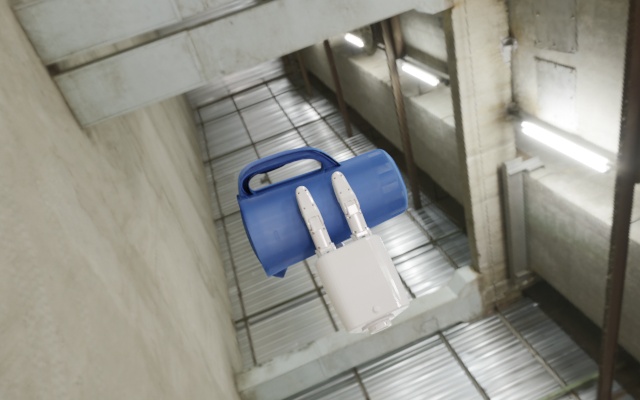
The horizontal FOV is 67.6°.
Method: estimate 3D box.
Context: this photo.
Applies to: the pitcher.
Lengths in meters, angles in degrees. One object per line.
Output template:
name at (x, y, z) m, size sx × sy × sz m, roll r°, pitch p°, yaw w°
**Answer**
pitcher at (0.000, 0.003, 0.724) m, size 0.243 × 0.145 × 0.149 m, roll -22°, pitch -23°, yaw -6°
